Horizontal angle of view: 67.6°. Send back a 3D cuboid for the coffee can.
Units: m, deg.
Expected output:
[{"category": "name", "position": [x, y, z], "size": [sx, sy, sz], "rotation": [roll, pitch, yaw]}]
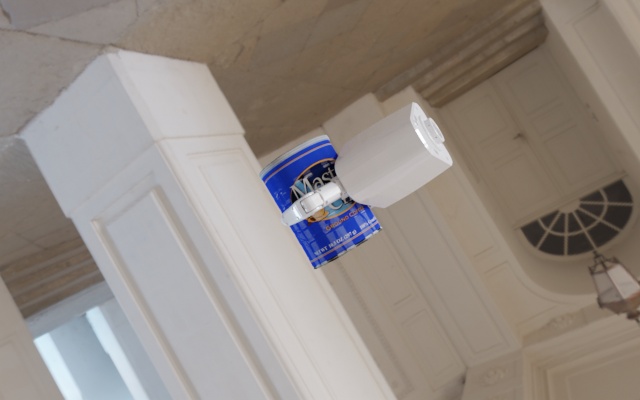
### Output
[{"category": "coffee can", "position": [0.000, 0.002, 0.614], "size": [0.103, 0.140, 0.103], "rotation": [-31, -3, -2]}]
